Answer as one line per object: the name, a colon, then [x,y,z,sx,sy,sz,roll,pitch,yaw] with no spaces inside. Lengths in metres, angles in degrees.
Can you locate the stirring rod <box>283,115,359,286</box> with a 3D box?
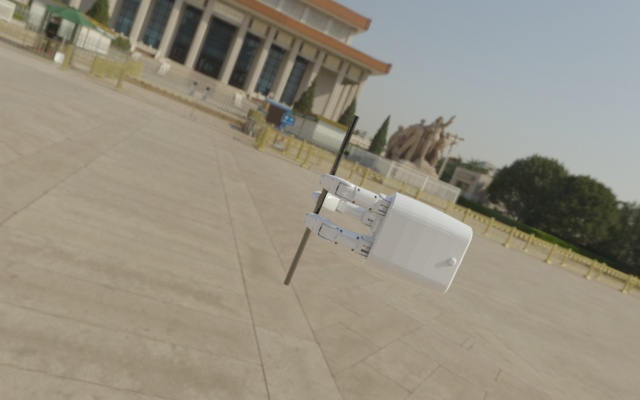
stirring rod: [0.000,0.002,0.625,0.011,0.239,0.011,22,7,-3]
